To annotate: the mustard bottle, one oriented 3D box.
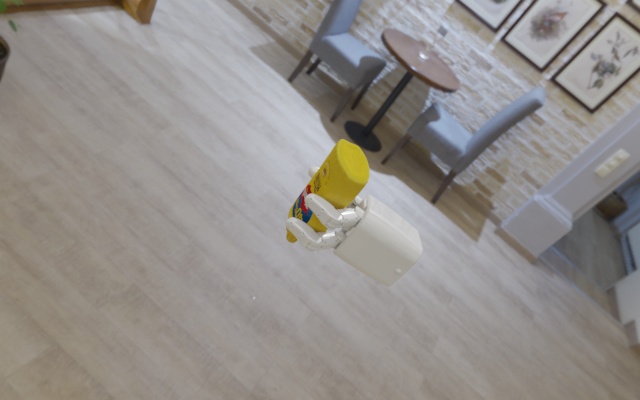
[{"bbox_3d":[0.000,0.002,0.740,0.058,0.096,0.192,20,-52,-25],"label":"mustard bottle"}]
